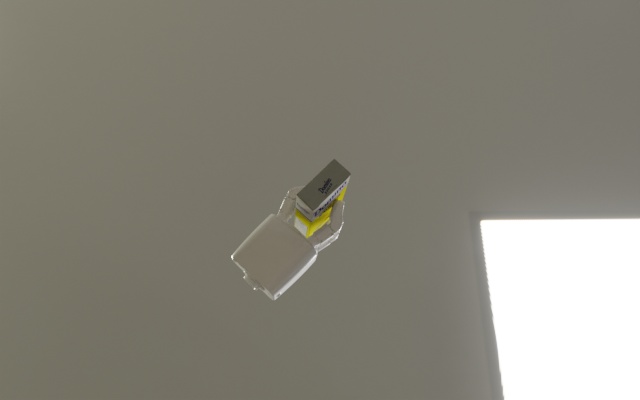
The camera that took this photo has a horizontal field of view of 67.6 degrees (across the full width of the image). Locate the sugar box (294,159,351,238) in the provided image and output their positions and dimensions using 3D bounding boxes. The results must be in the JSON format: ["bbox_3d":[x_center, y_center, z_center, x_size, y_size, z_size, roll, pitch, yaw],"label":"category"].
[{"bbox_3d":[0.000,0.003,0.849,0.093,0.048,0.176,-44,-9,-16],"label":"sugar box"}]
